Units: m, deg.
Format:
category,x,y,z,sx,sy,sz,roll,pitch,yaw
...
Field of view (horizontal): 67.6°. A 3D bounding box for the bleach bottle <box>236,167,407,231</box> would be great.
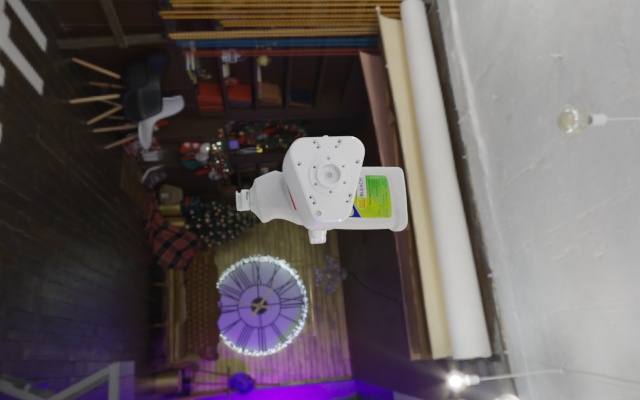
category,x,y,z,sx,sy,sz,roll,pitch,yaw
bleach bottle,0.000,0.002,0.725,0.251,0.102,0.068,-3,-6,-8
